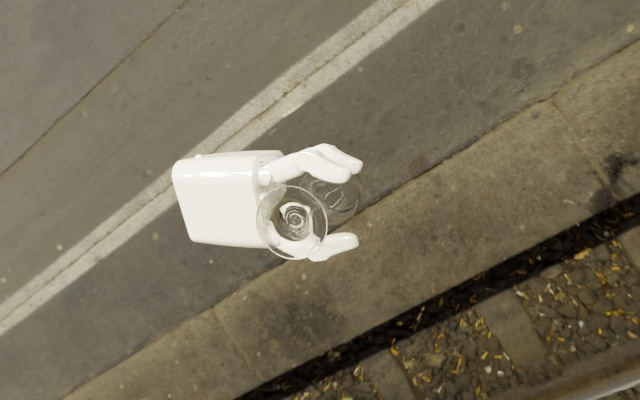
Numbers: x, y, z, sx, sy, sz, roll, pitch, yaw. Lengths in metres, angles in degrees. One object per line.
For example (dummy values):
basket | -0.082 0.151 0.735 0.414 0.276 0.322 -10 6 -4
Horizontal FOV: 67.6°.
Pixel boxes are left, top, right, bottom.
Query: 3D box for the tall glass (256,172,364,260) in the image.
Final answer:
tall glass | 0.000 0.002 0.553 0.079 0.079 0.201 0 12 18
